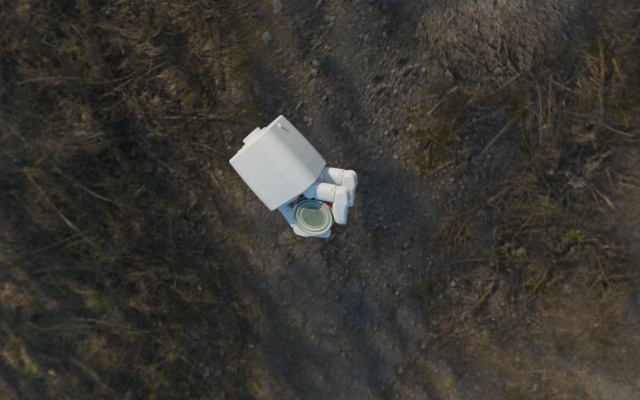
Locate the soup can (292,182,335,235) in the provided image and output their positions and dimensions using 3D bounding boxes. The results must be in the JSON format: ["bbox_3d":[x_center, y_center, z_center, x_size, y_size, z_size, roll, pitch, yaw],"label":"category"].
[{"bbox_3d":[0.000,0.003,0.778,0.068,0.068,0.102,0,28,16],"label":"soup can"}]
